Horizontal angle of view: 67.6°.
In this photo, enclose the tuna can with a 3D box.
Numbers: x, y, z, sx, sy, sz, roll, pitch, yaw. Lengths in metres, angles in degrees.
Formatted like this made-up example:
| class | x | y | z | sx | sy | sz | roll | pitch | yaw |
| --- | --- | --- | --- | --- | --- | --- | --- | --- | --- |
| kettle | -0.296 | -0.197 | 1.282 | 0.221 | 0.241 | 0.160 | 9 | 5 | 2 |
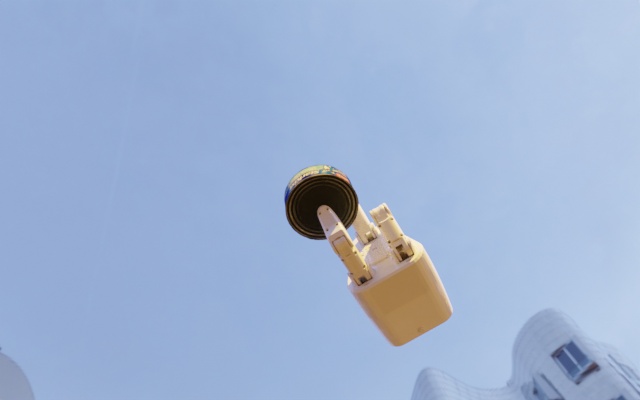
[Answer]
| class | x | y | z | sx | sy | sz | roll | pitch | yaw |
| --- | --- | --- | --- | --- | --- | --- | --- | --- | --- |
| tuna can | 0.000 | 0.002 | 0.564 | 0.086 | 0.086 | 0.033 | 0 | 27 | -9 |
